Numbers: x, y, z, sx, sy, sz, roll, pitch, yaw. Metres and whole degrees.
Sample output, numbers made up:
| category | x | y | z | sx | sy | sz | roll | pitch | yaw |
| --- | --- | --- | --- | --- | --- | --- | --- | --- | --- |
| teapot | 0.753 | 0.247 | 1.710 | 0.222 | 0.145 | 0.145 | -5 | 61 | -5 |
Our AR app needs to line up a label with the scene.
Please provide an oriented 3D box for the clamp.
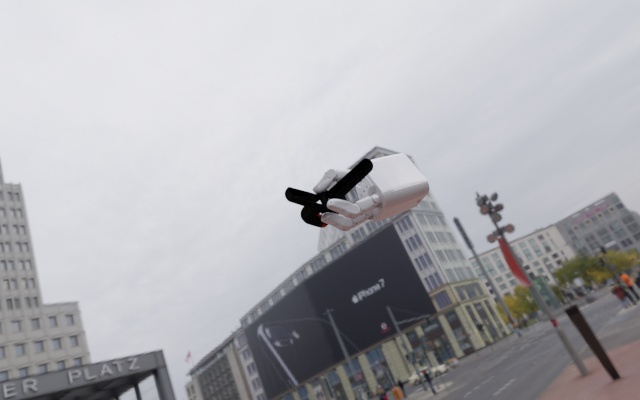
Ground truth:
| category | x | y | z | sx | sy | sz | roll | pitch | yaw |
| --- | --- | --- | --- | --- | --- | --- | --- | --- | --- |
| clamp | 0.000 | 0.002 | 0.890 | 0.164 | 0.036 | 0.210 | -18 | -22 | -21 |
